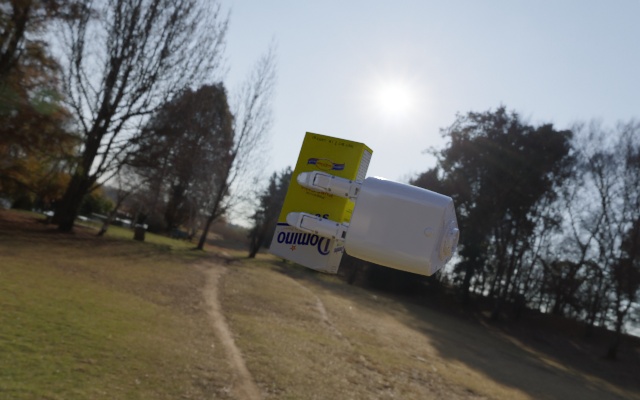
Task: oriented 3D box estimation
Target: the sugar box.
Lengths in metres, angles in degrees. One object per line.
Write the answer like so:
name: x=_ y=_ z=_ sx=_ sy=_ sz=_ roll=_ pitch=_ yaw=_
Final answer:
sugar box: x=0.000 y=0.002 z=0.646 sx=0.093 sy=0.176 sz=0.048 roll=15 pitch=-6 yaw=27
